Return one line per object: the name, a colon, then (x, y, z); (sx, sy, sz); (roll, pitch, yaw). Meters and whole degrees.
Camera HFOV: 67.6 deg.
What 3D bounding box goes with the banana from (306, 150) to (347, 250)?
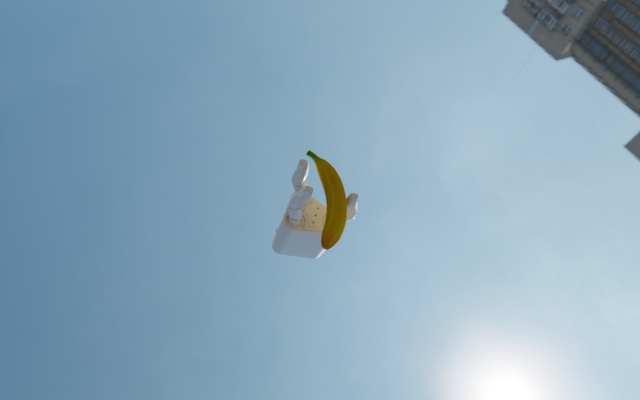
banana: (0.016, 0.001, 0.843); (0.069, 0.197, 0.037); (5, -35, -26)
